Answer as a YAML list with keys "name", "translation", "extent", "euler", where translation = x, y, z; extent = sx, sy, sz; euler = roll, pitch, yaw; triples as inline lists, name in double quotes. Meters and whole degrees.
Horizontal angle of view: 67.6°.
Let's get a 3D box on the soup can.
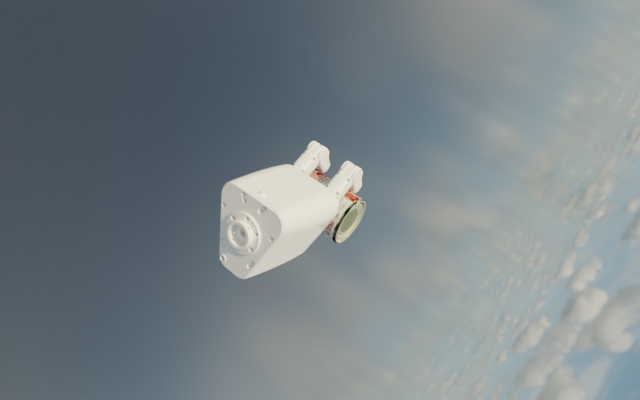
- name: "soup can"
  translation: [0.001, 0.002, 0.632]
  extent: [0.102, 0.068, 0.068]
  euler: [33, 14, 22]
